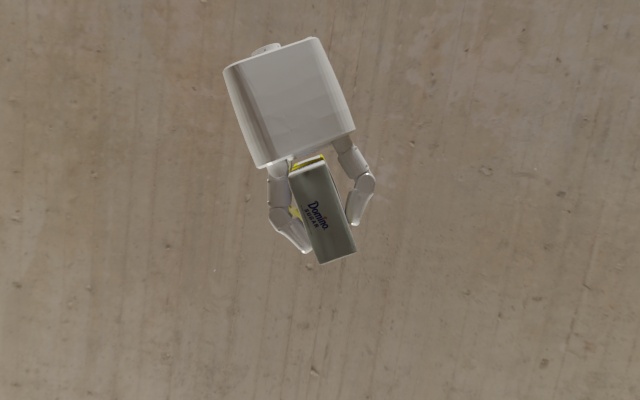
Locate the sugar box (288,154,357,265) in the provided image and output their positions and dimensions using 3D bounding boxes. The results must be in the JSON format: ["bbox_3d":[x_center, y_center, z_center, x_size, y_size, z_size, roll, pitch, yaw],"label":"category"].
[{"bbox_3d":[0.000,0.002,0.530,0.048,0.093,0.176,-20,7,4],"label":"sugar box"}]
